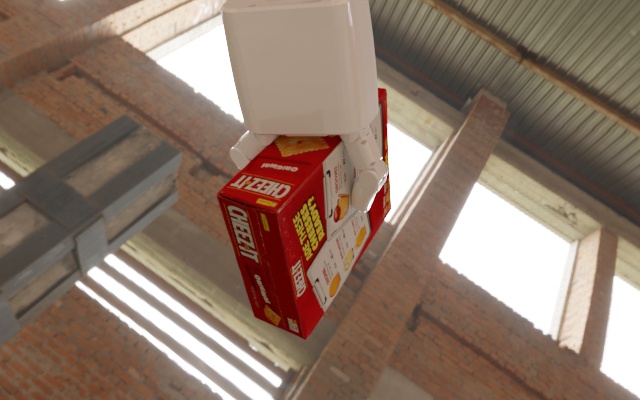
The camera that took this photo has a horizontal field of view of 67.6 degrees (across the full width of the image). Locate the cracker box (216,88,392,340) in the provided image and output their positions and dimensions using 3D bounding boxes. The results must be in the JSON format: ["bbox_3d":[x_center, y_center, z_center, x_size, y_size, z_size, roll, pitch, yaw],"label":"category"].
[{"bbox_3d":[0.000,0.002,0.486,0.072,0.164,0.213,15,43,27],"label":"cracker box"}]
